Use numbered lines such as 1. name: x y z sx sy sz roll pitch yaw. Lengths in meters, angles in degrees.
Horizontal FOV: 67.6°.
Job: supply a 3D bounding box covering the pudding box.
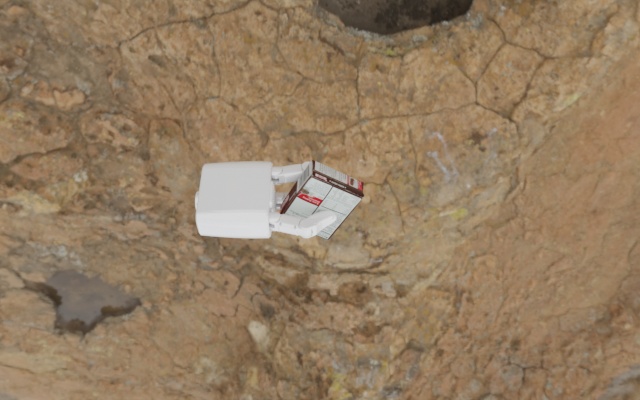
1. pudding box: 0.000 0.002 0.723 0.090 0.039 0.113 22 -47 -18
